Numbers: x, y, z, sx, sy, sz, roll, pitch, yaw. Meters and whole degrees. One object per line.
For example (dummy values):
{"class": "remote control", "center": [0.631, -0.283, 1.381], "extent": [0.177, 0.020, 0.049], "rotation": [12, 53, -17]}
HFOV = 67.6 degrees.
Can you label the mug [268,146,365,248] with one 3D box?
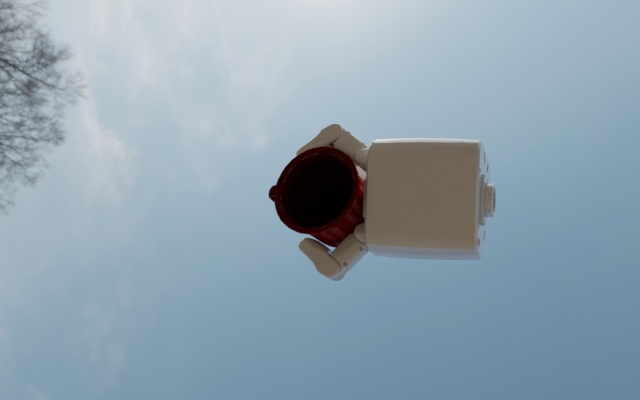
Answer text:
{"class": "mug", "center": [-0.001, 0.002, 0.512], "extent": [0.117, 0.093, 0.081], "rotation": [2, -19, 27]}
